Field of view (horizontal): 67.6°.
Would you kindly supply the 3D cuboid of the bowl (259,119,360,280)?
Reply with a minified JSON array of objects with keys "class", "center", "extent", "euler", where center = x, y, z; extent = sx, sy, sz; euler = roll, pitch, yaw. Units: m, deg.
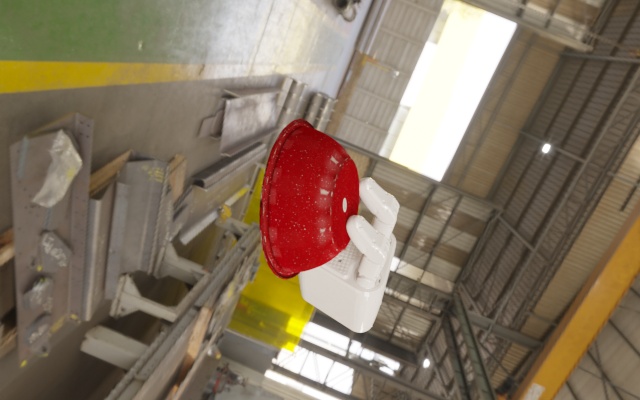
[{"class":"bowl","center":[0.000,0.001,0.473],"extent":[0.055,0.162,0.162],"euler":[6,2,20]}]
